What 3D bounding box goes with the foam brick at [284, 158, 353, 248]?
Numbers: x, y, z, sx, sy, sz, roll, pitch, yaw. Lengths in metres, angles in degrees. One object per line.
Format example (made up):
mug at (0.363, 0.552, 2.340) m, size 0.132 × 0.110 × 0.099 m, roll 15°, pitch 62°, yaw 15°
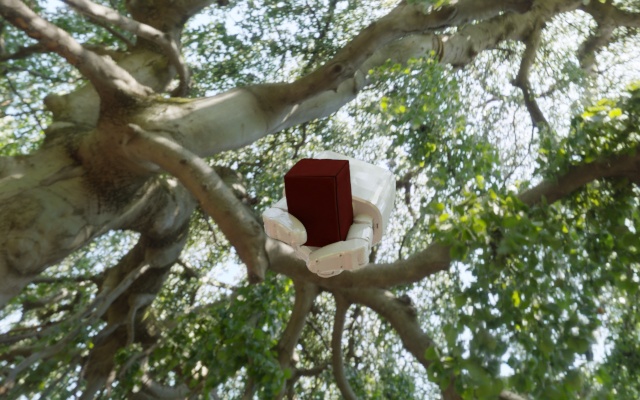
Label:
foam brick at (0.000, 0.001, 0.475) m, size 0.053 × 0.078 × 0.051 m, roll 4°, pitch 27°, yaw 18°
